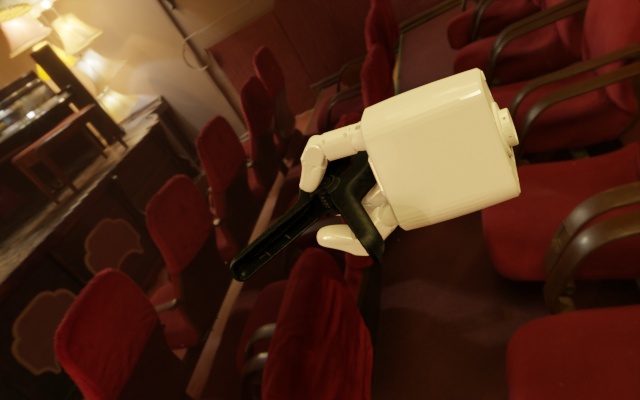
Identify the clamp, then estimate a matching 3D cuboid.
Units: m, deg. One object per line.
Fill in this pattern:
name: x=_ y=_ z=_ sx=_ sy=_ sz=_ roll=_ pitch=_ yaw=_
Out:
clamp: x=0.000 y=0.001 z=0.493 sx=0.164 sy=0.036 sz=0.209 roll=-17 pitch=31 yaw=26
